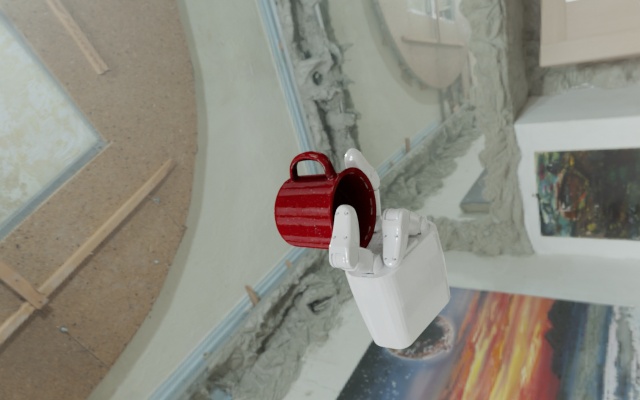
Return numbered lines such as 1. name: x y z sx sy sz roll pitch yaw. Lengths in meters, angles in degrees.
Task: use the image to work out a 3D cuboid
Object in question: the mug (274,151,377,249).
1. mug: -0.001 0.001 0.518 0.081 0.117 0.093 -1 31 36
